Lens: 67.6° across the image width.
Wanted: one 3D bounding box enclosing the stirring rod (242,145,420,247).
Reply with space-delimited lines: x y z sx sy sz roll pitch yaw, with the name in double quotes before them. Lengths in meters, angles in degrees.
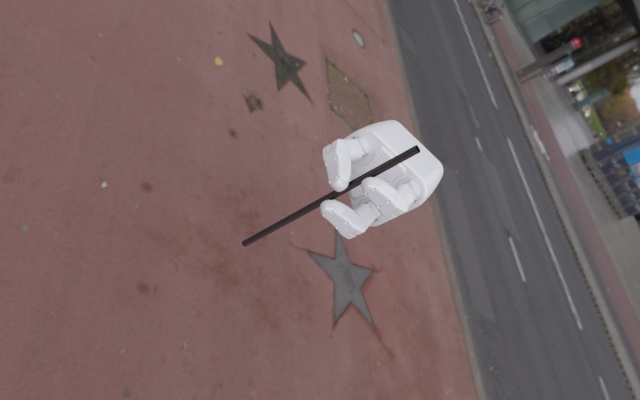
"stirring rod" 0.000 0.002 0.505 0.239 0.011 0.011 -29 -16 31
